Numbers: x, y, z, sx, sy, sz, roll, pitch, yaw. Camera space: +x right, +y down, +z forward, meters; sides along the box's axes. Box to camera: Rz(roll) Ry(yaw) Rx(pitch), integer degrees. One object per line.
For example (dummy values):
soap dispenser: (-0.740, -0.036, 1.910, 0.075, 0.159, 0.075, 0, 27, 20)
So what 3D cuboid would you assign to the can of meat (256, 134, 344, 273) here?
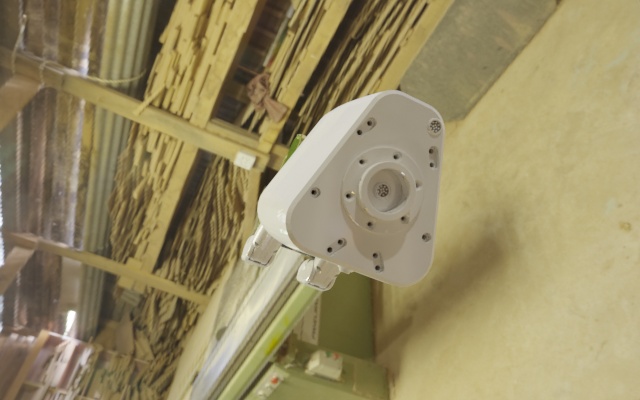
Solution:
can of meat: (0.000, 0.001, 0.424, 0.084, 0.102, 0.057, 22, 2, -14)
